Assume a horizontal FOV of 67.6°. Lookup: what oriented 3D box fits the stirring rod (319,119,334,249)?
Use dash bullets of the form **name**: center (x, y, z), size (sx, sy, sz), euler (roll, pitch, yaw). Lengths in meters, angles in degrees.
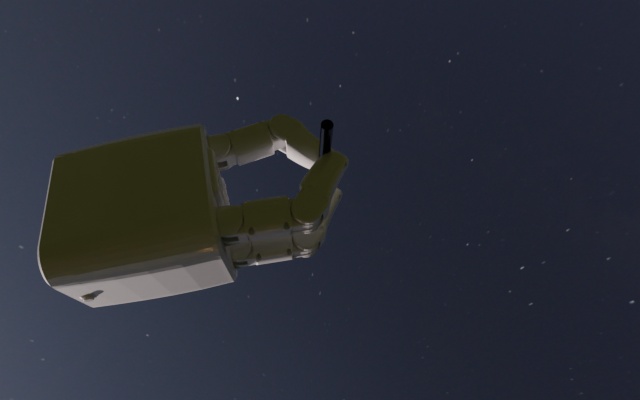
- **stirring rod**: center (0.000, 0.001, 0.406), size (0.011, 0.011, 0.240), euler (0, -24, -2)
